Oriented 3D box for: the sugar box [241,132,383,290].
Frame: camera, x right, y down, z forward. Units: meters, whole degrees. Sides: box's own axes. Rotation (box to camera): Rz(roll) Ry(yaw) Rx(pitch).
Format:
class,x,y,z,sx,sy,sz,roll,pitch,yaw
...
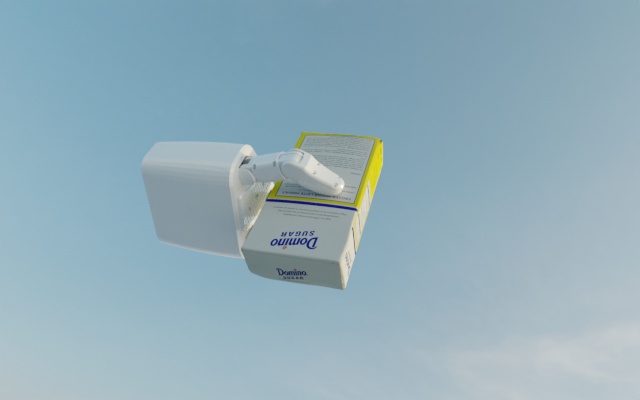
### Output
class,x,y,z,sx,sy,sz,roll,pitch,yaw
sugar box,0.000,0.002,0.471,0.093,0.048,0.176,6,47,17
